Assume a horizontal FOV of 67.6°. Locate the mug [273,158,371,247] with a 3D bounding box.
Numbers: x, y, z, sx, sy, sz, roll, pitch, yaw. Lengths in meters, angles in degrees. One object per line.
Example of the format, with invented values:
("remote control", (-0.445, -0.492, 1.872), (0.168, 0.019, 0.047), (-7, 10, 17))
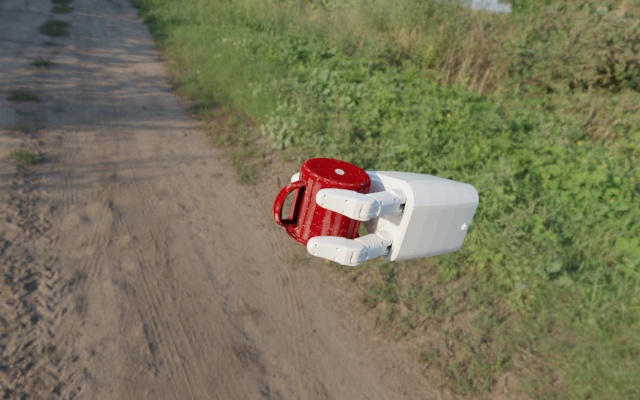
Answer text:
("mug", (-0.001, 0.002, 0.545), (0.117, 0.081, 0.093), (-2, 28, -31))
